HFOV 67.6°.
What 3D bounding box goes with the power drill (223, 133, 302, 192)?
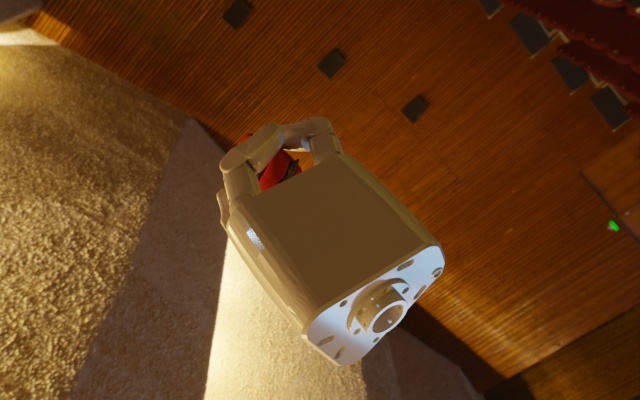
[{"bbox_3d":[0.000,0.002,0.481,0.188,0.057,0.184,27,3,-31],"label":"power drill"}]
